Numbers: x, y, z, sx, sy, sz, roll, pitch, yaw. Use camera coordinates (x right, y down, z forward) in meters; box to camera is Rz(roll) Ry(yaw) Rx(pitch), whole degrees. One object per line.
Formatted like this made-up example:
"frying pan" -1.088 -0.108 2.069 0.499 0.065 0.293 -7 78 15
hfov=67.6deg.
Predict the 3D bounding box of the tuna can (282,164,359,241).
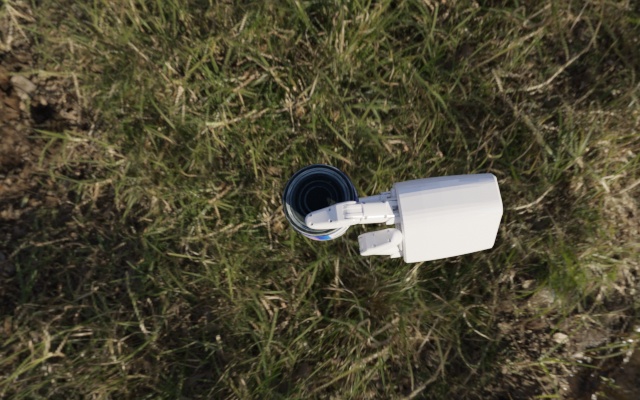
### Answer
"tuna can" 0.000 0.002 0.550 0.086 0.086 0.034 0 -11 11
